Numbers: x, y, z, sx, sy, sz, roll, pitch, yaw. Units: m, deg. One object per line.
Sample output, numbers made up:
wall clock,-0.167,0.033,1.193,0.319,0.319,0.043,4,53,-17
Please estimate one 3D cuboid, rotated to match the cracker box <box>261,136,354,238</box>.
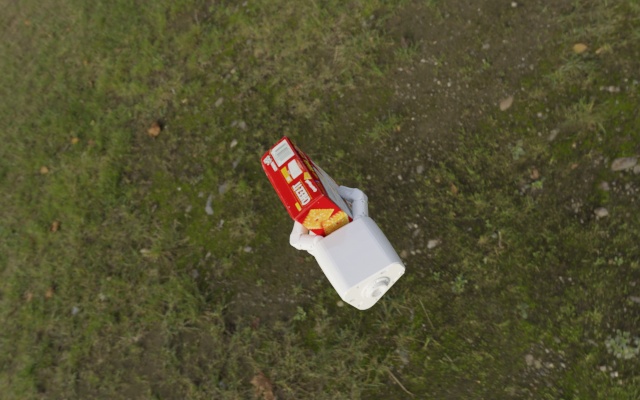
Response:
cracker box,0.000,0.003,0.865,0.072,0.164,0.214,-40,-39,9
